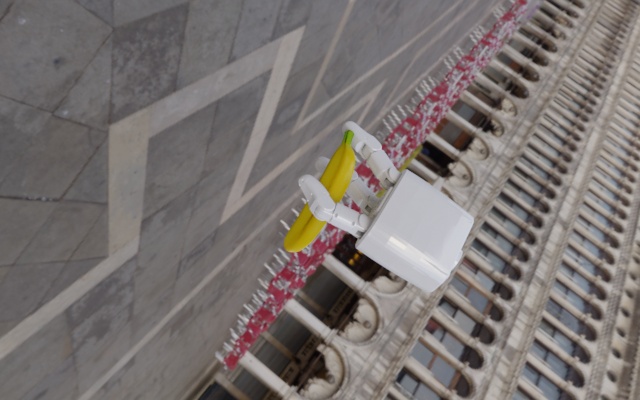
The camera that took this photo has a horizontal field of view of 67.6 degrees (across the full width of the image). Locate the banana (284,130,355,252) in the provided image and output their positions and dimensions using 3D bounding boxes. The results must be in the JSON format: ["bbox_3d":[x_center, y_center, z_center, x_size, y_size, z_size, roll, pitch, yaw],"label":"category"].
[{"bbox_3d":[-0.001,0.007,0.616,0.037,0.198,0.069,29,26,-3],"label":"banana"}]
